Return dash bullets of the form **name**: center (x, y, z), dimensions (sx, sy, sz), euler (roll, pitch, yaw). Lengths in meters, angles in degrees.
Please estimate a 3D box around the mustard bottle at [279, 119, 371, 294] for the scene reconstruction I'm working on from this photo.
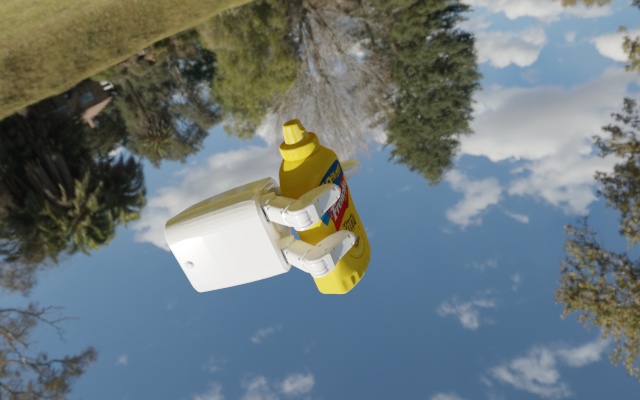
- **mustard bottle**: center (0.000, 0.002, 0.520), dimensions (0.058, 0.192, 0.096), euler (-4, 32, 30)
